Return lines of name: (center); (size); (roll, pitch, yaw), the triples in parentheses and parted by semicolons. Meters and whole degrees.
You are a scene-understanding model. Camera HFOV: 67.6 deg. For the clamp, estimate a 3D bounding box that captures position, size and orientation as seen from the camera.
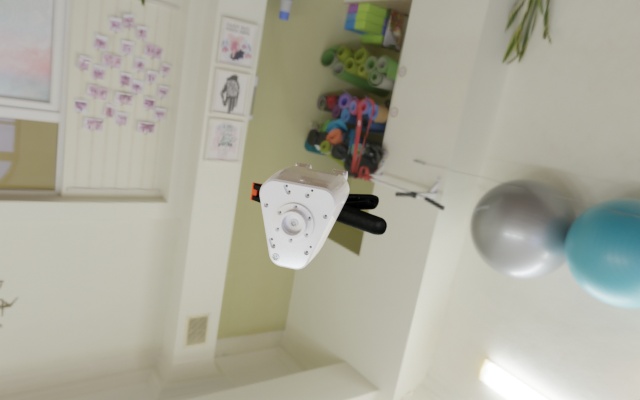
clamp: (-0.001, 0.003, 0.735); (0.210, 0.036, 0.164); (11, 12, 7)
